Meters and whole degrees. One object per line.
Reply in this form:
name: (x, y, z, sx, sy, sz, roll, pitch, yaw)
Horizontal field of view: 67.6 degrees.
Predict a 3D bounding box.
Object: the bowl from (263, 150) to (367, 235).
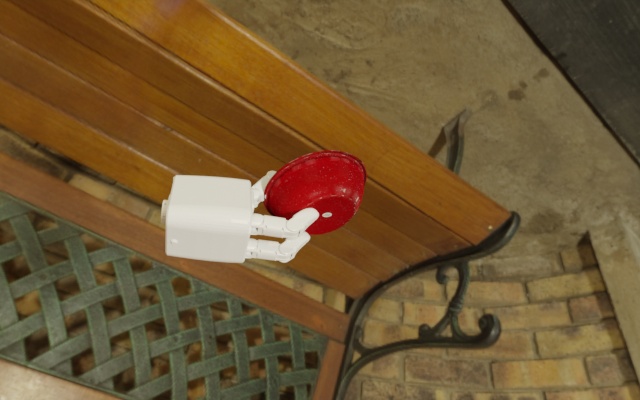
bowl: (0.002, 0.002, 0.702, 0.162, 0.055, 0.162, -13, -36, -10)
